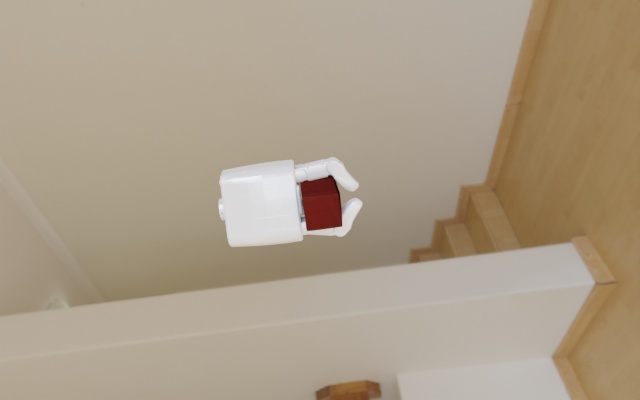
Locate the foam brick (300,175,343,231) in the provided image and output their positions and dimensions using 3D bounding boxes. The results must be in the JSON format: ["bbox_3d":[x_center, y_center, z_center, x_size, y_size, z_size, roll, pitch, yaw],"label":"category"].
[{"bbox_3d":[0.000,0.002,0.671,0.051,0.053,0.078,-7,21,-2],"label":"foam brick"}]
